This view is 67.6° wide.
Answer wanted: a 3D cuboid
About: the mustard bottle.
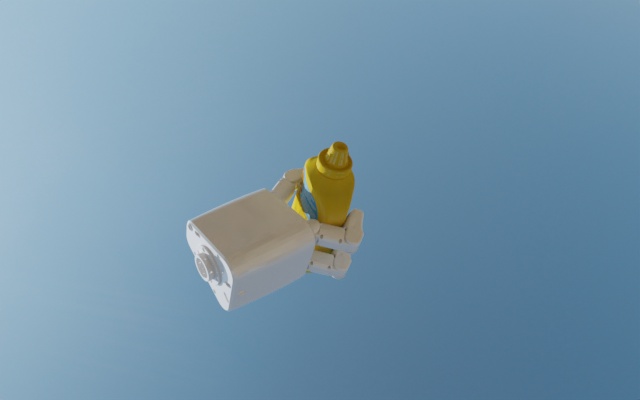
[{"bbox_3d":[0.000,0.002,0.596,0.058,0.096,0.192,-1,-40,-17],"label":"mustard bottle"}]
